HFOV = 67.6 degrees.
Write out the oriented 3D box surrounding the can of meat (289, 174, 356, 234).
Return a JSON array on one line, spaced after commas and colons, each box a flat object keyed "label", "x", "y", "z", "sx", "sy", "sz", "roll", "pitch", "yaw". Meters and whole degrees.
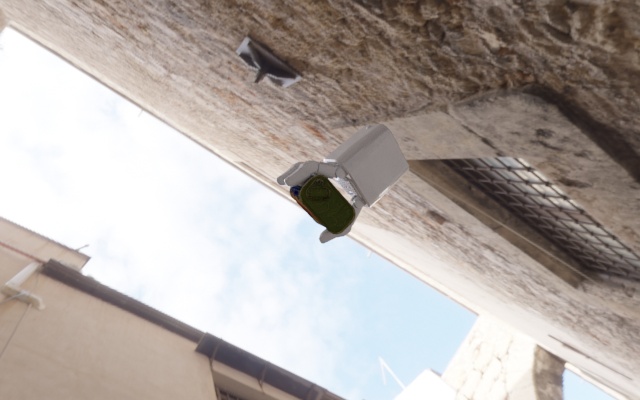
[{"label": "can of meat", "x": 0.000, "y": 0.003, "z": 0.807, "sx": 0.057, "sy": 0.102, "sz": 0.084, "roll": -45, "pitch": 17, "yaw": -8}]
